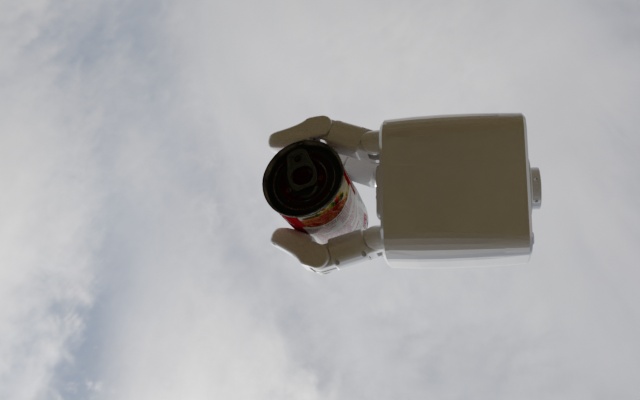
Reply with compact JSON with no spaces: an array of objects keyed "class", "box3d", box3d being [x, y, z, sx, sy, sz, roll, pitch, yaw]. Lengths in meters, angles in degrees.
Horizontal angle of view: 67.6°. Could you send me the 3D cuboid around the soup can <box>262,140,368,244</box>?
[{"class":"soup can","box3d":[0.000,0.002,0.420,0.068,0.068,0.102,0,-23,19]}]
